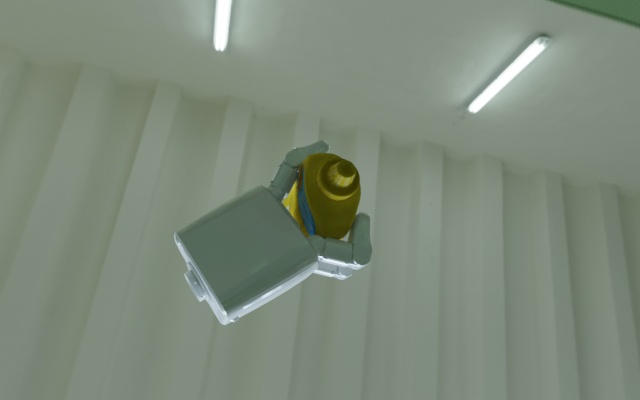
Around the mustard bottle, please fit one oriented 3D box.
[{"bbox_3d":[0.000,0.002,0.526,0.058,0.096,0.192,-4,-18,-16],"label":"mustard bottle"}]
